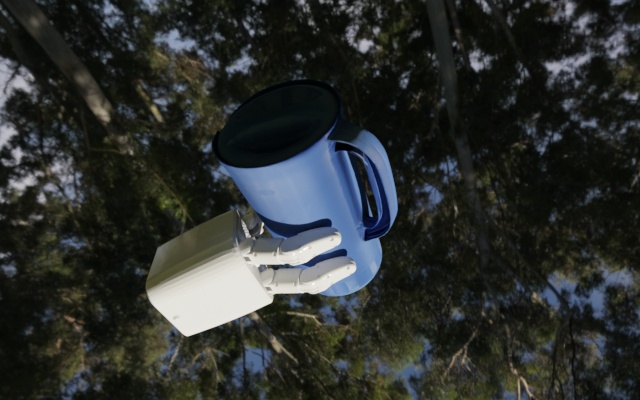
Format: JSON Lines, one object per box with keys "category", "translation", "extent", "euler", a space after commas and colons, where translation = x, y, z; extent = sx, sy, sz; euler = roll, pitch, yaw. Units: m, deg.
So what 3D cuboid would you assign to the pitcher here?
{"category": "pitcher", "translation": [0.000, 0.002, 0.528], "extent": [0.145, 0.243, 0.149], "euler": [-26, 42, 0]}
